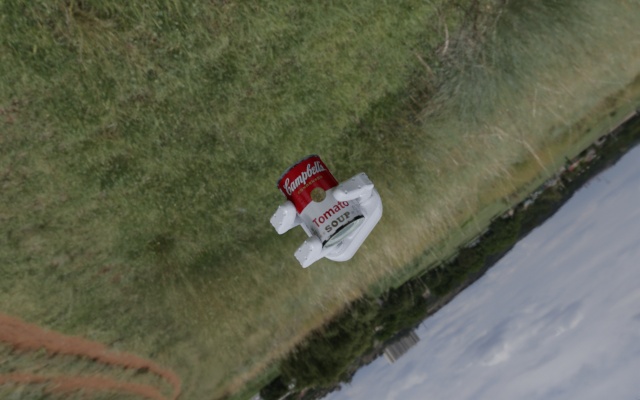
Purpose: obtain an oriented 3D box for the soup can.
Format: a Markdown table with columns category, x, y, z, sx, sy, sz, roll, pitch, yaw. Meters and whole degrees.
| category | x | y | z | sx | sy | sz | roll | pitch | yaw |
| --- | --- | --- | --- | --- | --- | --- | --- | --- | --- |
| soup can | 0.000 | 0.002 | 0.602 | 0.068 | 0.102 | 0.068 | -34 | -15 | -10 |
